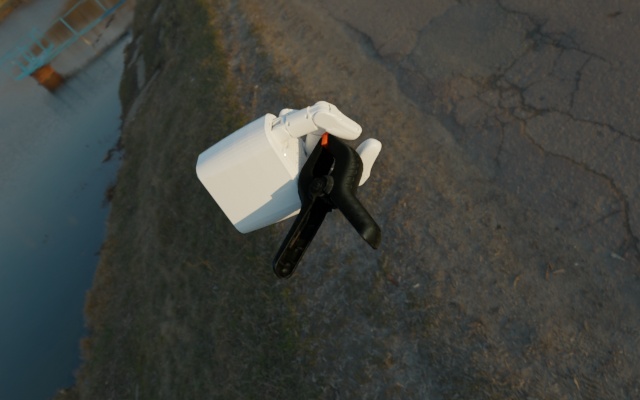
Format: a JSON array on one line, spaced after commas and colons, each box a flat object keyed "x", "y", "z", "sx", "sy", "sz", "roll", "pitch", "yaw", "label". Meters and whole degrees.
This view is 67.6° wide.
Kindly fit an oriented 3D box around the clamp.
[{"x": 0.000, "y": 0.001, "z": 0.495, "sx": 0.120, "sy": 0.171, "sz": 0.039, "roll": -24, "pitch": -49, "yaw": 20, "label": "clamp"}]
